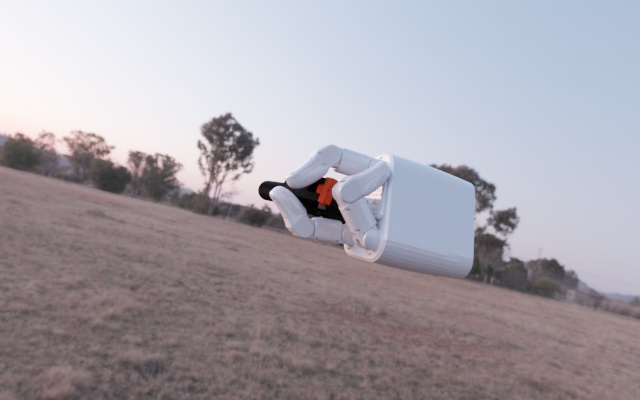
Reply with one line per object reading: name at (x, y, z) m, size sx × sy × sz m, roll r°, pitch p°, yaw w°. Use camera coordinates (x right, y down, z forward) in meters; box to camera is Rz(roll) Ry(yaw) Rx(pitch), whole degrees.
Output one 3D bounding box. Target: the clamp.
clamp at (0.000, 0.001, 0.549) m, size 0.120 × 0.039 × 0.171 m, roll 15°, pitch -5°, yaw -18°
